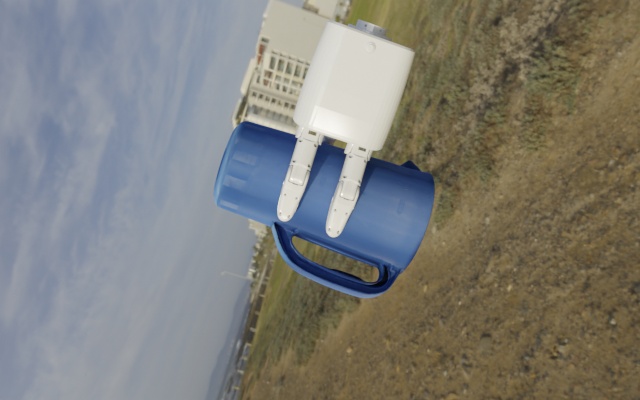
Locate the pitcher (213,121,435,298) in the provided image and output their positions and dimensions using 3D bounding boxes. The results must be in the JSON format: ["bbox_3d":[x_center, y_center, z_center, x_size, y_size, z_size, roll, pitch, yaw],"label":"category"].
[{"bbox_3d":[0.000,0.002,0.570,0.243,0.145,0.149,18,22,-5],"label":"pitcher"}]
